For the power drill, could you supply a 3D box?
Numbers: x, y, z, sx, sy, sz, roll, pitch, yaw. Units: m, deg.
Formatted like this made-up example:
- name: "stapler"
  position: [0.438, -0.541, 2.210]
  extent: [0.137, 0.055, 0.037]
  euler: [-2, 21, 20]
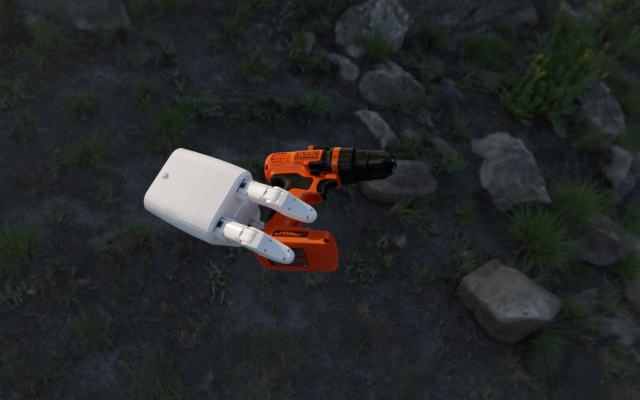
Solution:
- name: "power drill"
  position: [0.000, 0.002, 0.614]
  extent: [0.184, 0.057, 0.187]
  euler: [-2, 43, 17]
